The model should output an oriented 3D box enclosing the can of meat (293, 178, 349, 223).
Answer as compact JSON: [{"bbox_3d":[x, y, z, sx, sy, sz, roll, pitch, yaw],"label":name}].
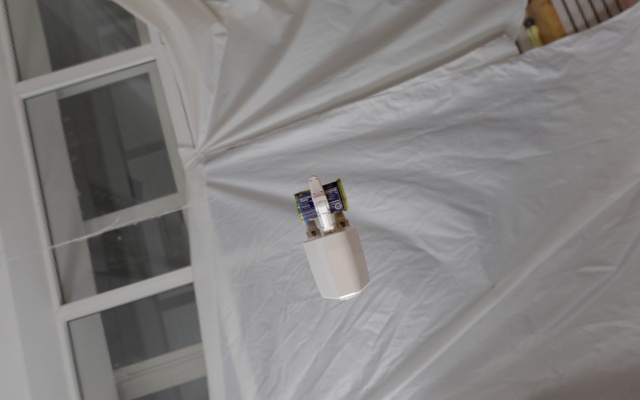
[{"bbox_3d":[0.000,0.003,0.835,0.084,0.057,0.102,-17,-1,-2],"label":"can of meat"}]
